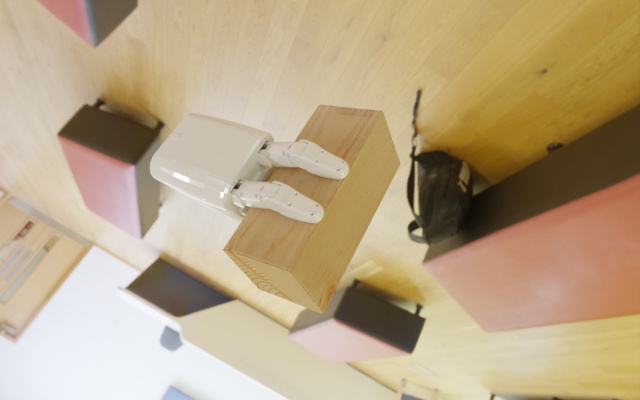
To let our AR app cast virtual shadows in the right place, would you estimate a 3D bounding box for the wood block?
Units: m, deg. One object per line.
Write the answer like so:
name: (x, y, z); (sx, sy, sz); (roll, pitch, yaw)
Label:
wood block: (0.000, 0.002, 0.522); (0.090, 0.206, 0.091); (13, -30, 32)
